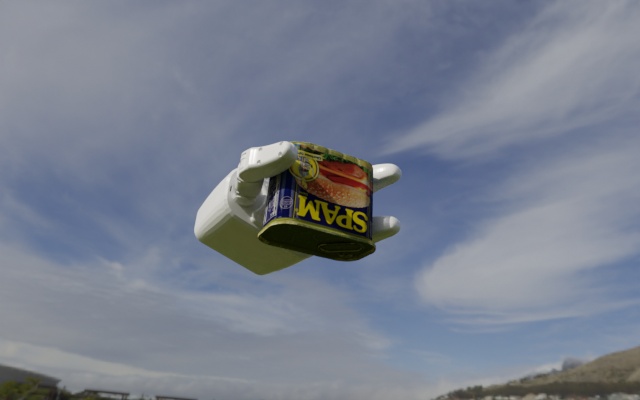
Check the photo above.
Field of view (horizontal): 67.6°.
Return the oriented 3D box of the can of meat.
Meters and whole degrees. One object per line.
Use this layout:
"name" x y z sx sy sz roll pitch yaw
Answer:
"can of meat" 0.000 0.001 0.435 0.102 0.084 0.057 16 -28 -23
